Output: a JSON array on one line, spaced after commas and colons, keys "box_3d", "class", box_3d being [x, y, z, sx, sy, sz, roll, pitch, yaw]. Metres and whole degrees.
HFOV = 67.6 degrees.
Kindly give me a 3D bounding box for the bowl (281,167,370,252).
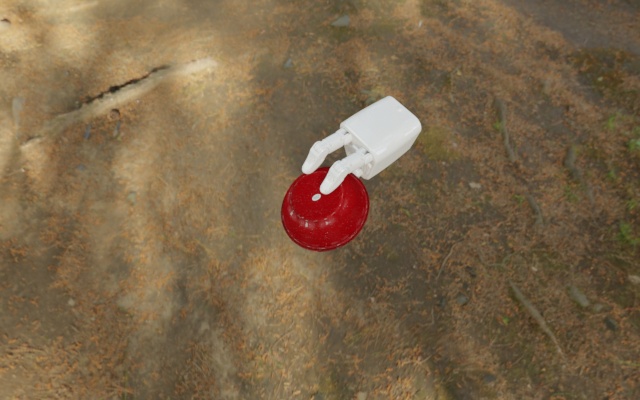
[{"box_3d": [-0.001, 0.004, 0.816, 0.162, 0.162, 0.055, 0, -23, 17], "class": "bowl"}]
